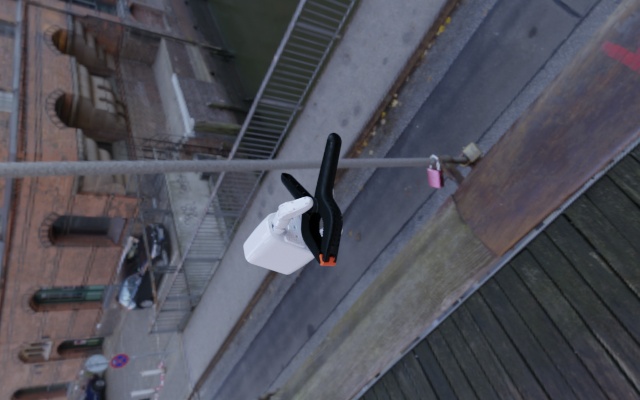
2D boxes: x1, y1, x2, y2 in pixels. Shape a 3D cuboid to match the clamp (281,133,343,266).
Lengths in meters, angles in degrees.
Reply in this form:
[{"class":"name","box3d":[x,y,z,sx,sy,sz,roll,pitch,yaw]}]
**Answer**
[{"class":"clamp","box3d":[-0.001,0.003,0.793,0.036,0.210,0.165,6,-33,-36]}]
